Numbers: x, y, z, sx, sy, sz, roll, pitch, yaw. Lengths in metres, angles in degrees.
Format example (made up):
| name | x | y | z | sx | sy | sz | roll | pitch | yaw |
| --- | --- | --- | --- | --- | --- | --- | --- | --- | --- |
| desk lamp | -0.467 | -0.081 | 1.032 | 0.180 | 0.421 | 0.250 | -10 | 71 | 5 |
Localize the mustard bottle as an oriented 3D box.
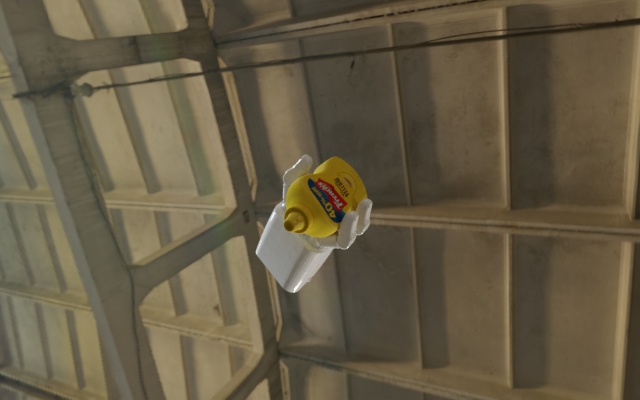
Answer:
| name | x | y | z | sx | sy | sz | roll | pitch | yaw |
| --- | --- | --- | --- | --- | --- | --- | --- | --- | --- |
| mustard bottle | 0.000 | 0.002 | 0.721 | 0.058 | 0.096 | 0.191 | -32 | 3 | 35 |
